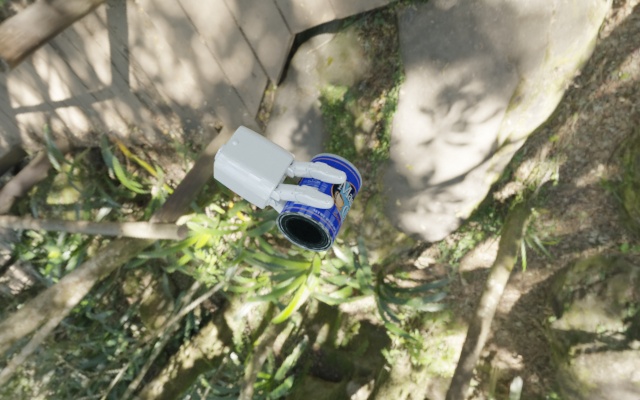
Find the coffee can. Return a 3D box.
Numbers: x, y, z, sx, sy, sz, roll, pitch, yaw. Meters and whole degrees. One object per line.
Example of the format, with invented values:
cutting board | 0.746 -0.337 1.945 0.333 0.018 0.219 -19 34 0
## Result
coffee can | 0.000 0.003 0.826 0.103 0.140 0.103 19 -35 14
